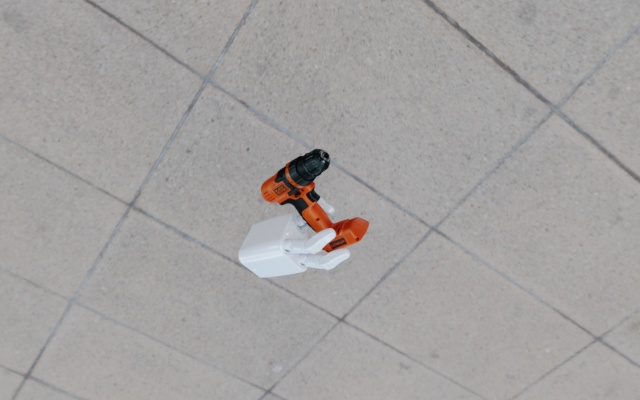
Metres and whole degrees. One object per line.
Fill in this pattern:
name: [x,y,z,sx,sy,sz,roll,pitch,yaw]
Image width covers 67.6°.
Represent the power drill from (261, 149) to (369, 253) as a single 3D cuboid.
power drill: [0.000,0.003,0.864,0.184,0.188,0.057,-27,21,49]
